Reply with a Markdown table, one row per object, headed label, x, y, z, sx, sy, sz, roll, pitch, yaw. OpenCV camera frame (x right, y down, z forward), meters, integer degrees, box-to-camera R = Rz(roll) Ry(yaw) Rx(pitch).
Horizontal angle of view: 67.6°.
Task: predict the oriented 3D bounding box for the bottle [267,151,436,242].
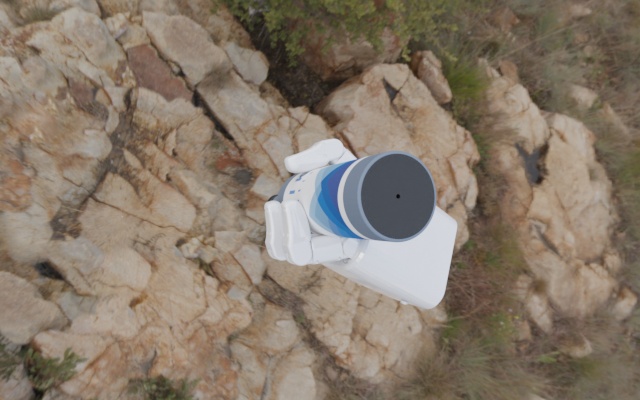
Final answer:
| label | x | y | z | sx | sy | sz | roll | pitch | yaw |
| --- | --- | --- | --- | --- | --- | --- | --- | --- | --- |
| bottle | 0.000 | 0.002 | 0.479 | 0.069 | 0.069 | 0.296 | 0 | -2 | -23 |
